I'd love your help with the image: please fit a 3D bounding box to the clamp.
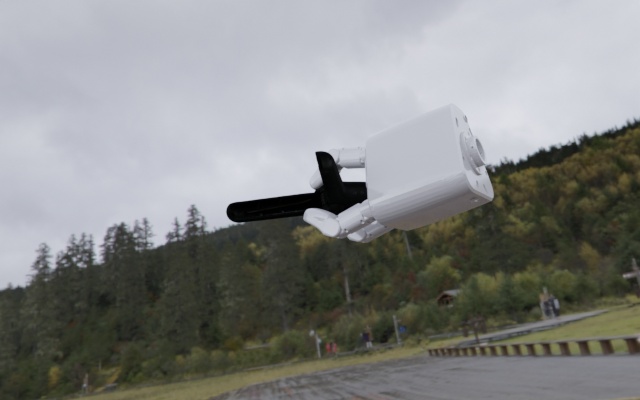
[{"bbox_3d":[0.000,0.001,0.596,0.164,0.036,0.210,-23,-22,31],"label":"clamp"}]
